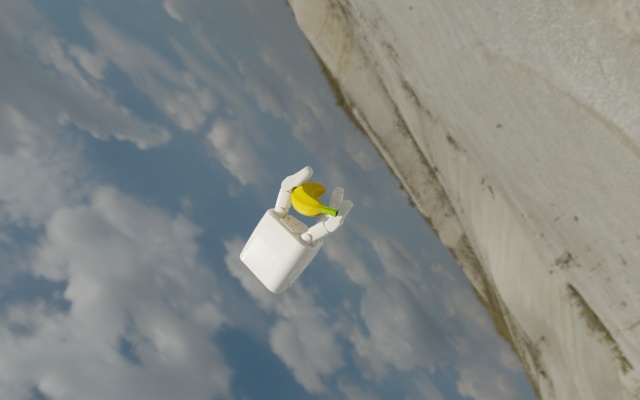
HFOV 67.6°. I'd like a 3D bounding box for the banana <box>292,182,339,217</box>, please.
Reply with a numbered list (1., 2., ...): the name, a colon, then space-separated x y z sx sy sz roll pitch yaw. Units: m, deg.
1. banana: -0.017 -0.003 0.830 0.069 0.037 0.197 20 12 -10
